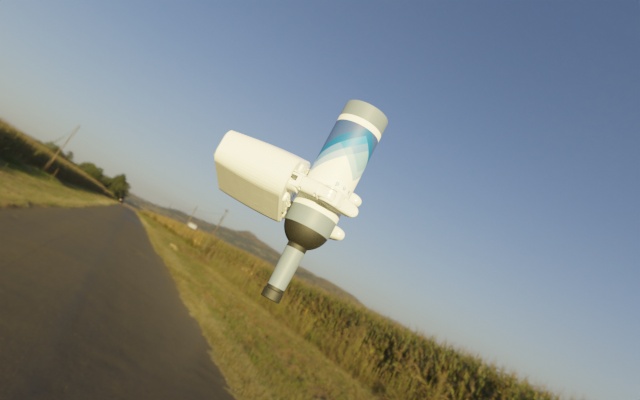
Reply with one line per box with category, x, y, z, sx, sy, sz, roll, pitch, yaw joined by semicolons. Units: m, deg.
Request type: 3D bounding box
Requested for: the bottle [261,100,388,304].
bottle;0.000;0.002;0.657;0.069;0.295;0.069;26;-12;6
